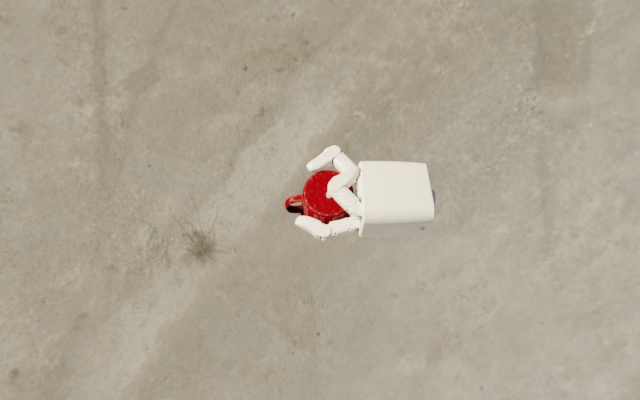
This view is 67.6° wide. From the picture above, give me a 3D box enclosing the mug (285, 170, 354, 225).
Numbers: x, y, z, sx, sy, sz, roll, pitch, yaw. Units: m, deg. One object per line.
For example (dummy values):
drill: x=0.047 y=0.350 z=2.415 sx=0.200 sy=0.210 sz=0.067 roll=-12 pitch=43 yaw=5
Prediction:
mug: x=-0.001 y=0.002 z=0.780 sx=0.117 sy=0.093 sz=0.081 roll=-2 pitch=-22 yaw=-1
